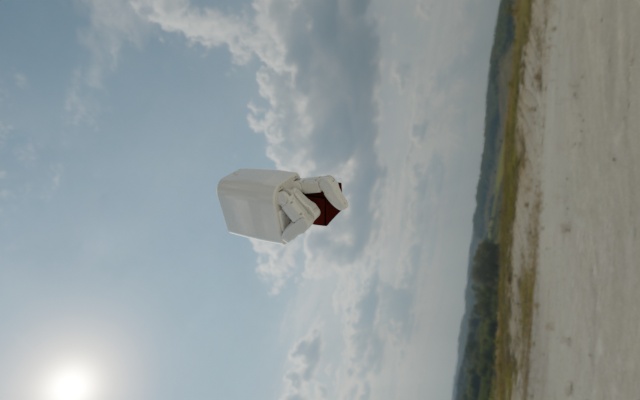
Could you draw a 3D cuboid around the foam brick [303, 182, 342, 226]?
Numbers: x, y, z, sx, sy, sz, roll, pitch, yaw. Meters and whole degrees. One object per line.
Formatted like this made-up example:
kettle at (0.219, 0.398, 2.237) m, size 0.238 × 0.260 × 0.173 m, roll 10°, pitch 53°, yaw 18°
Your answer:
foam brick at (0.000, 0.003, 0.801) m, size 0.051 × 0.053 × 0.078 m, roll 7°, pitch 22°, yaw 21°
